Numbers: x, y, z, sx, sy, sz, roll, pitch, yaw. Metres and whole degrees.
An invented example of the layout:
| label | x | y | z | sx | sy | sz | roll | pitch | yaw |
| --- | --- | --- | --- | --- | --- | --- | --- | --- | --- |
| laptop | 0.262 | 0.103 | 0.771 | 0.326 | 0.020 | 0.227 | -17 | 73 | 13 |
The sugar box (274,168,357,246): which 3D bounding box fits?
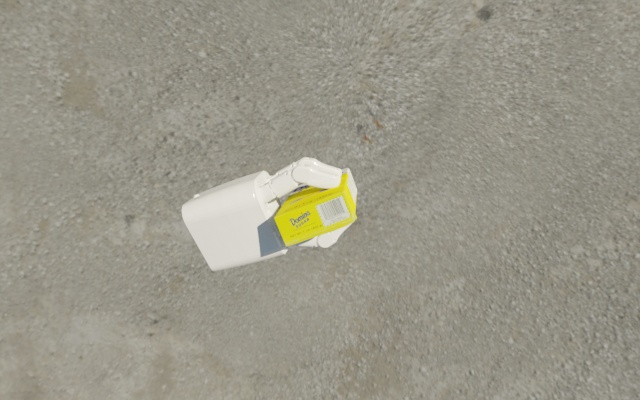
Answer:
| label | x | y | z | sx | sy | sz | roll | pitch | yaw |
| --- | --- | --- | --- | --- | --- | --- | --- | --- | --- |
| sugar box | 0.000 | 0.002 | 0.643 | 0.093 | 0.048 | 0.176 | -20 | 13 | 8 |
